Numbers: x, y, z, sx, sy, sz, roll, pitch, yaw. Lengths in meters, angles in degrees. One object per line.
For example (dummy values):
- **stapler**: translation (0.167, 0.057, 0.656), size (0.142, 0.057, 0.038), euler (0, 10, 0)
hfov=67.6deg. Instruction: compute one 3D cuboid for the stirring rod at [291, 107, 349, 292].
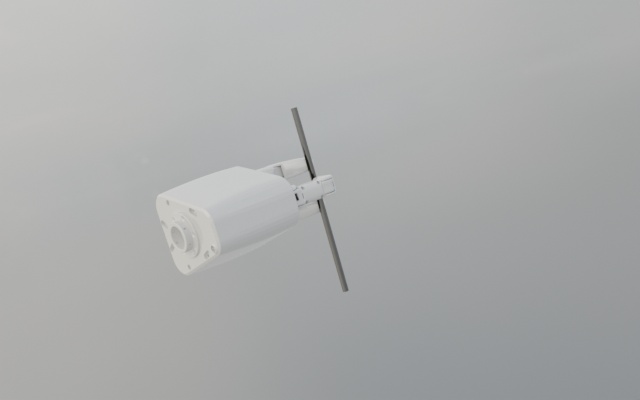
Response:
- **stirring rod**: translation (0.000, 0.002, 0.598), size (0.011, 0.239, 0.011), euler (-16, 8, 2)
